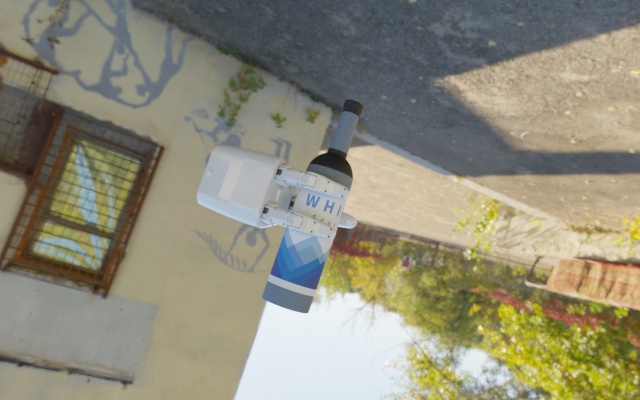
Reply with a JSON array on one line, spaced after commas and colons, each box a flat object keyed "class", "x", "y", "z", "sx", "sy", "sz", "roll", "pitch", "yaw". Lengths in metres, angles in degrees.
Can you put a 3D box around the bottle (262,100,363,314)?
[{"class": "bottle", "x": 0.000, "y": 0.002, "z": 0.655, "sx": 0.069, "sy": 0.295, "sz": 0.069, "roll": 19, "pitch": -6, "yaw": 2}]
